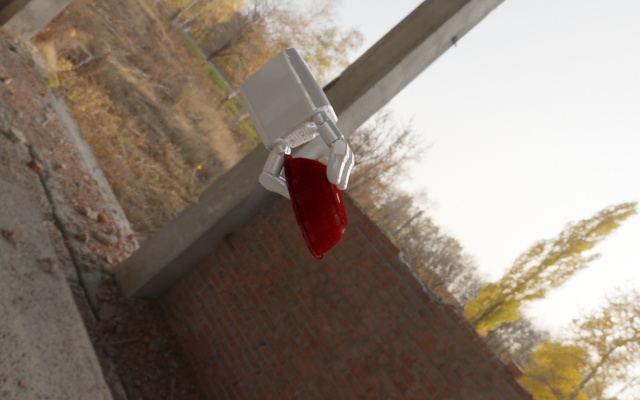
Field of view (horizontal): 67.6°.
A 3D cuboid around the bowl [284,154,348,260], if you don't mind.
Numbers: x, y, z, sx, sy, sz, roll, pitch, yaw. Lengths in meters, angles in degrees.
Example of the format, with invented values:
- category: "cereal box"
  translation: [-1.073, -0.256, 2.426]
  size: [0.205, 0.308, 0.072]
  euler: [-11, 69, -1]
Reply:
- category: "bowl"
  translation: [0.001, 0.003, 0.691]
  size: [0.055, 0.162, 0.162]
  euler: [-17, -2, 7]
